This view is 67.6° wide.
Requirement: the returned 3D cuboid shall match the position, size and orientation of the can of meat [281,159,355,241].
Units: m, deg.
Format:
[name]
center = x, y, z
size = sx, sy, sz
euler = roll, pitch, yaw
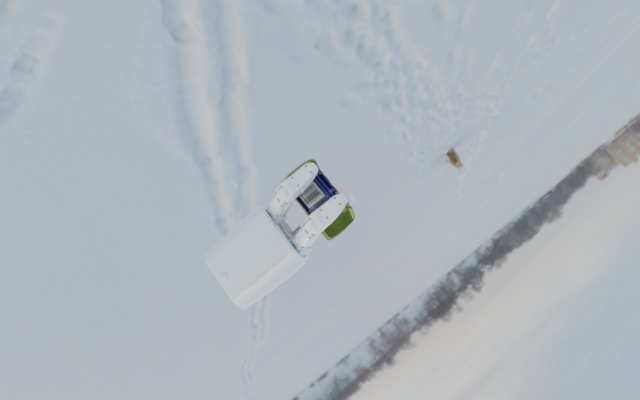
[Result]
[can of meat]
center = 0.000, 0.002, 0.648
size = 0.057, 0.084, 0.102
euler = -38, -16, -1
